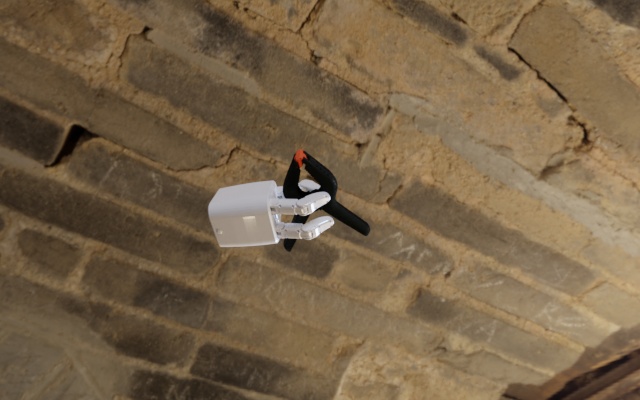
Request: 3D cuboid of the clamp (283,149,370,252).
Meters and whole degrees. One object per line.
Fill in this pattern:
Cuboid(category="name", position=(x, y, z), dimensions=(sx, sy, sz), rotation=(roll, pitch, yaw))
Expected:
Cuboid(category="clamp", position=(0.000, 0.002, 0.841), dimensions=(0.164, 0.210, 0.036), rotation=(-8, 38, 2))
